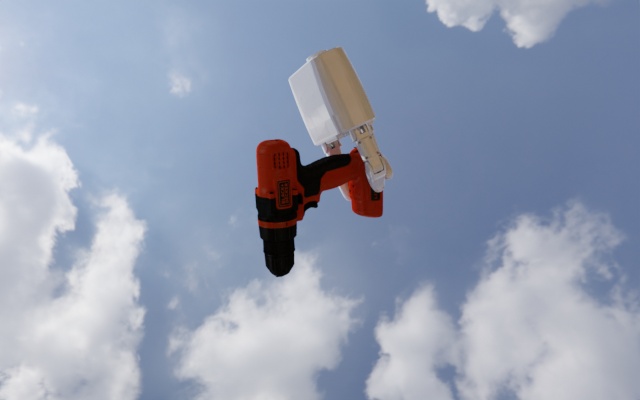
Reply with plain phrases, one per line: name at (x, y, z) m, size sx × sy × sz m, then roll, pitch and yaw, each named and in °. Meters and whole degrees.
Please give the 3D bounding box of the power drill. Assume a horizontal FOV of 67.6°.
power drill at (0.000, 0.002, 0.662) m, size 0.187 × 0.184 × 0.057 m, roll -11°, pitch 17°, yaw -32°
